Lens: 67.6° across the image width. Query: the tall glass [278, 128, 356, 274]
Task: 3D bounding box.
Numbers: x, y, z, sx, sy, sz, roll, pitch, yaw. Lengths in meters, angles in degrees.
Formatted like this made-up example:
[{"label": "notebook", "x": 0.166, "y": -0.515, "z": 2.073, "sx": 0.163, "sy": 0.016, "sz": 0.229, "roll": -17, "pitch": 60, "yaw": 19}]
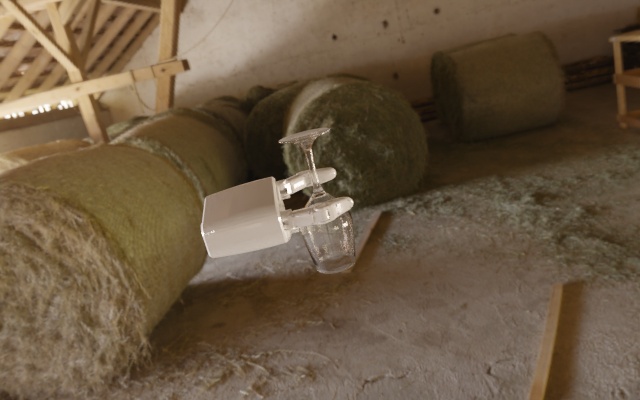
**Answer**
[{"label": "tall glass", "x": 0.000, "y": 0.002, "z": 0.688, "sx": 0.079, "sy": 0.201, "sz": 0.079, "roll": -13, "pitch": 15, "yaw": 4}]
